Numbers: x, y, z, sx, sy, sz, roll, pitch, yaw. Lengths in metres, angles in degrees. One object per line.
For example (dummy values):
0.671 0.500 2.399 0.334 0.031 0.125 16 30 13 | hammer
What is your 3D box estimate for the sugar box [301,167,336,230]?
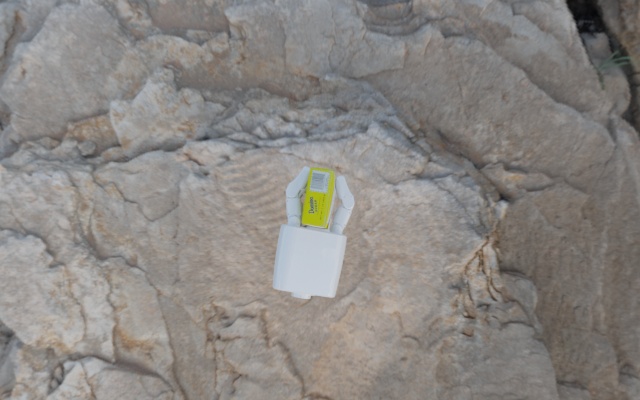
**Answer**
0.000 0.003 0.831 0.048 0.093 0.176 10 -6 1 | sugar box
